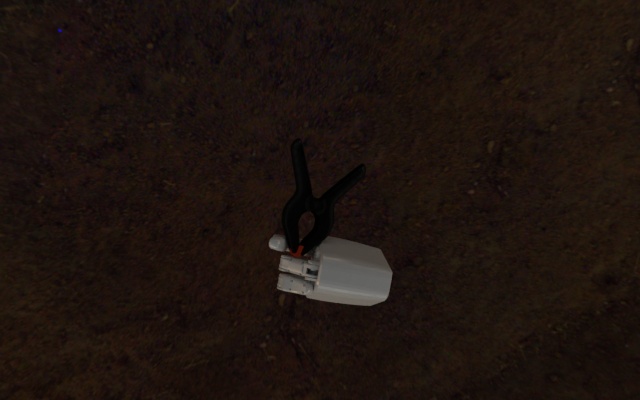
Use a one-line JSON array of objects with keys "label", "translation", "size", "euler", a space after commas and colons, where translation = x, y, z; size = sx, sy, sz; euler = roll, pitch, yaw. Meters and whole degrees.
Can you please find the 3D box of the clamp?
[{"label": "clamp", "translation": [0.000, 0.002, 0.709], "size": [0.120, 0.171, 0.039], "euler": [11, 2, -10]}]
